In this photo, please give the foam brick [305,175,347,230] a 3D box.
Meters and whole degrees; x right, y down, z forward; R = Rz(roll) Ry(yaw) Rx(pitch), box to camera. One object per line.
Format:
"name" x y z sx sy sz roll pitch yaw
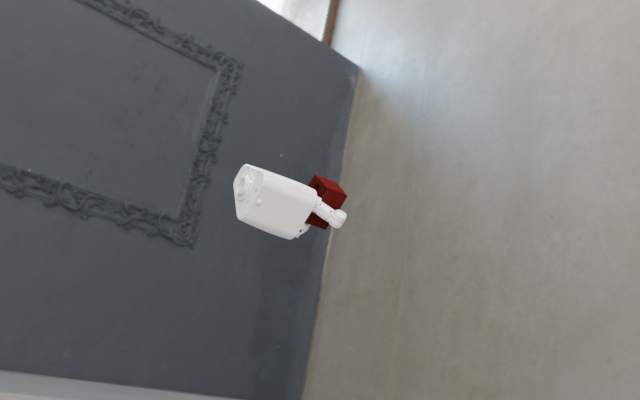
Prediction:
"foam brick" 0.000 0.003 0.855 0.051 0.078 0.053 22 17 -34
